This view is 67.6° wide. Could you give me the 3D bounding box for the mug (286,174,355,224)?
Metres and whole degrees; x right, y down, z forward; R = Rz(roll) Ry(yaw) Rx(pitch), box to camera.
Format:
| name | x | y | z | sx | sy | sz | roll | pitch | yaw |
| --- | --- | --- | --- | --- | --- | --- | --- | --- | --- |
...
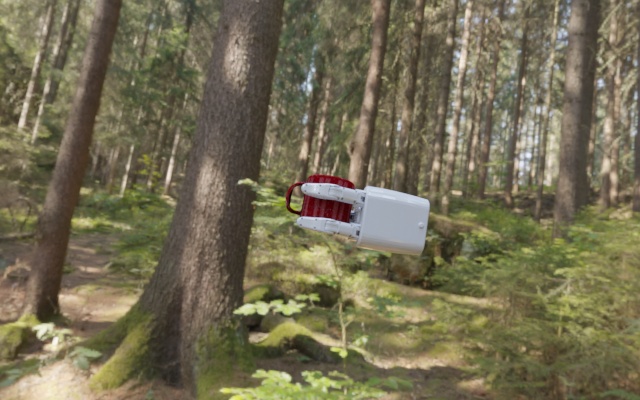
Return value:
| name | x | y | z | sx | sy | sz | roll | pitch | yaw |
| --- | --- | --- | --- | --- | --- | --- | --- | --- | --- |
| mug | -0.001 | 0.002 | 0.797 | 0.117 | 0.081 | 0.093 | 11 | -9 | -6 |
